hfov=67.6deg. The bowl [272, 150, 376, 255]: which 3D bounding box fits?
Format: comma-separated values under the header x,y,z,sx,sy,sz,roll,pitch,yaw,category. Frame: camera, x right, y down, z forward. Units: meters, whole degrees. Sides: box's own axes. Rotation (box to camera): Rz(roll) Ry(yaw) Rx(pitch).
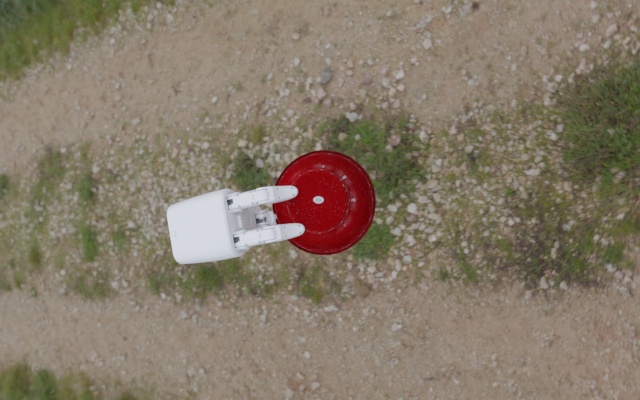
x,y,z,sx,sy,sz,roll,pitch,yaw,category
0.001,0.002,0.706,0.162,0.162,0.055,0,-2,9,bowl
